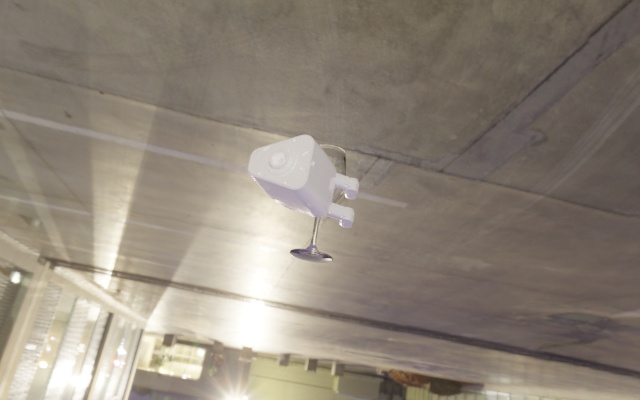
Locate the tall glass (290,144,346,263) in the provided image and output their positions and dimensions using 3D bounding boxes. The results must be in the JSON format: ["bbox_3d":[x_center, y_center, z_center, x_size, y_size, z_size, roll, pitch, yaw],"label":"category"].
[{"bbox_3d":[0.000,0.003,0.843,0.079,0.201,0.079,9,-21,3],"label":"tall glass"}]
